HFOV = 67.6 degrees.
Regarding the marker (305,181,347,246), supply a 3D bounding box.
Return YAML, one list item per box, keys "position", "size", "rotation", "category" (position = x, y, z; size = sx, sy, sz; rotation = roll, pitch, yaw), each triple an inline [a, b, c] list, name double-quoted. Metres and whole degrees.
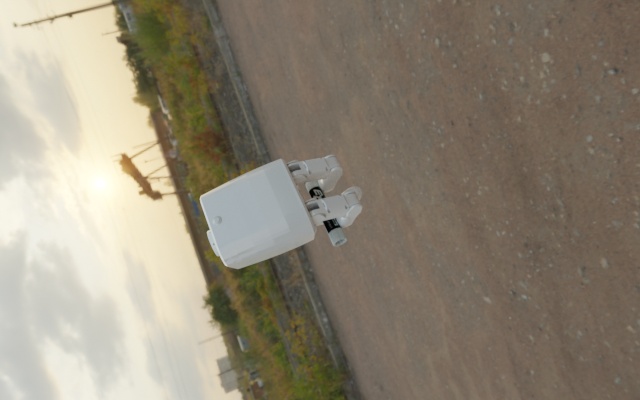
- position: [0.000, 0.002, 0.599]
  size: [0.020, 0.121, 0.020]
  rotation: [-21, -27, -11]
  category: "marker"
